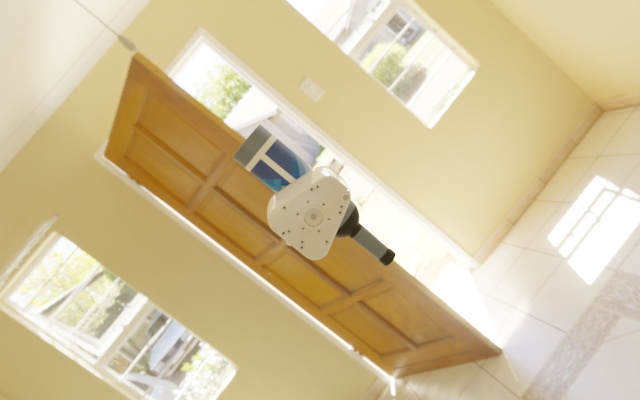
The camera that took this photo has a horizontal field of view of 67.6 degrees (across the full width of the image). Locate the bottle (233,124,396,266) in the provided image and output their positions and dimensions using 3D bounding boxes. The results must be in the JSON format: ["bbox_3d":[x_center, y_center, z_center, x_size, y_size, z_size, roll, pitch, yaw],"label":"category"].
[{"bbox_3d":[0.000,0.002,0.744,0.296,0.069,0.069,39,-7,-9],"label":"bottle"}]
